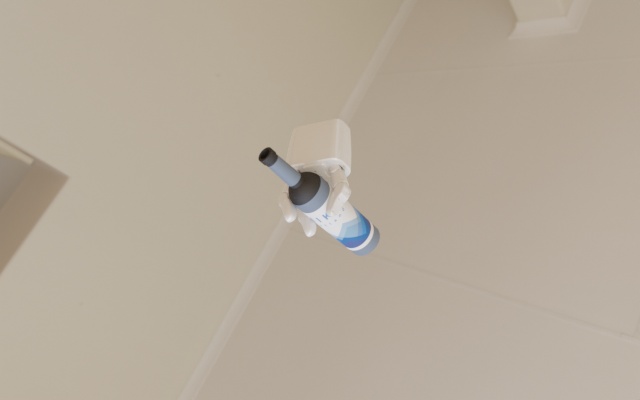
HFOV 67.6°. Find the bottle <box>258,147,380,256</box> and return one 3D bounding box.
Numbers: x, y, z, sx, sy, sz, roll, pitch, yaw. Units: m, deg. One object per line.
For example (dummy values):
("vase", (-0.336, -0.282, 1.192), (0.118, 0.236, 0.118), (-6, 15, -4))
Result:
("bottle", (0.000, 0.003, 0.833), (0.069, 0.069, 0.296), (0, -31, 43))
